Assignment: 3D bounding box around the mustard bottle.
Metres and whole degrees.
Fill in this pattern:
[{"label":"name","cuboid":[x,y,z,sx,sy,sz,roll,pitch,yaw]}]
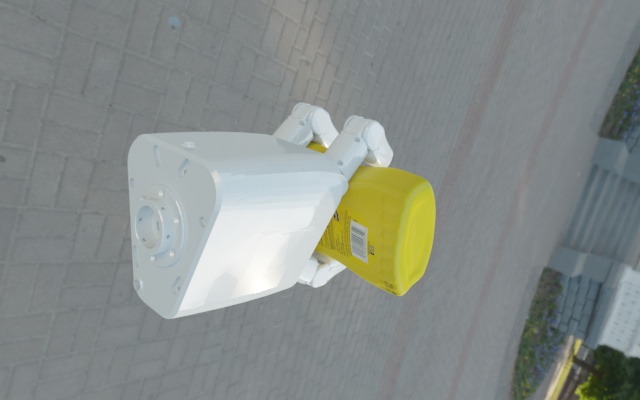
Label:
[{"label":"mustard bottle","cuboid":[0.000,0.001,0.406,0.191,0.096,0.058,23,42,35]}]
